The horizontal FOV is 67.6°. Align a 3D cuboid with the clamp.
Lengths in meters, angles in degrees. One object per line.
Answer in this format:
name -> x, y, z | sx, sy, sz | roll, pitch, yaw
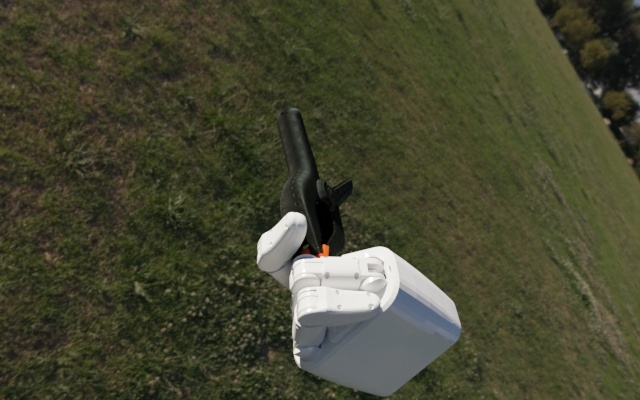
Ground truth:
clamp -> 0.001, 0.001, 0.447 | 0.039, 0.171, 0.120 | -28, -47, 28
